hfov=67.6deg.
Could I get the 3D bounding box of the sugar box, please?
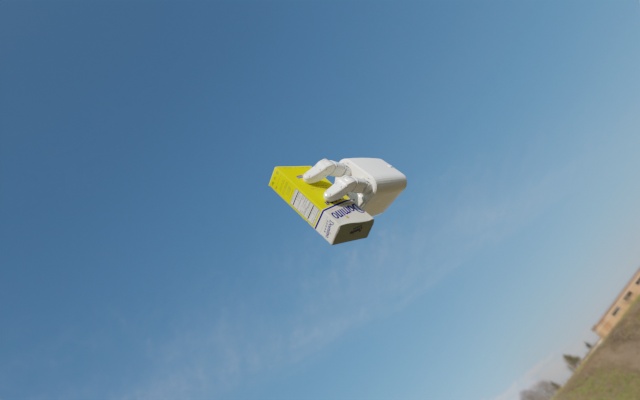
[{"bbox_3d":[0.000,0.002,0.815,0.093,0.048,0.176,-7,37,-46],"label":"sugar box"}]
